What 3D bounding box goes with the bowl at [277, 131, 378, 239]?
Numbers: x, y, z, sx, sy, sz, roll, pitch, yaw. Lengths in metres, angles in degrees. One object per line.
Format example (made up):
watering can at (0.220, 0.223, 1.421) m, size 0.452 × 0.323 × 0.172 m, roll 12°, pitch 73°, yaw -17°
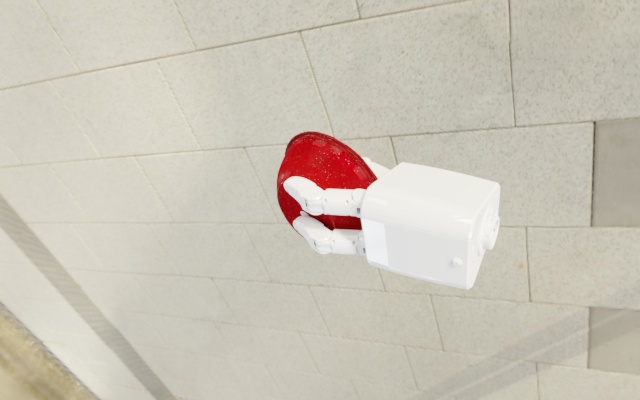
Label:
bowl at (-0.001, 0.002, 0.564) m, size 0.055 × 0.162 × 0.162 m, roll -40°, pitch 24°, yaw -32°
